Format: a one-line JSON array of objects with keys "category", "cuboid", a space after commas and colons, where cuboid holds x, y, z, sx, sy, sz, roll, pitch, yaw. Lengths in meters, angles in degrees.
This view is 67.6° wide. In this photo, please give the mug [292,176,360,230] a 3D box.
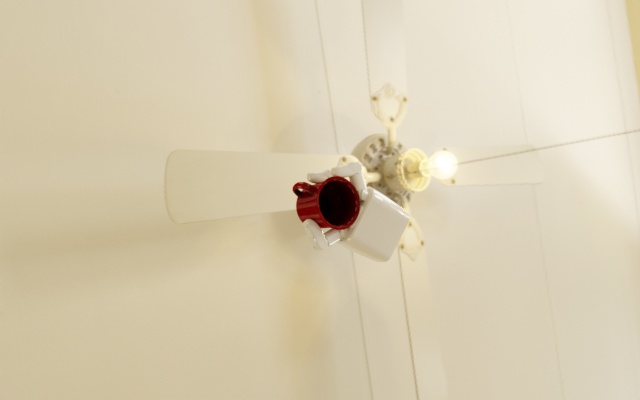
[{"category": "mug", "cuboid": [-0.001, 0.002, 0.843, 0.117, 0.093, 0.081, 30, -21, -27]}]
